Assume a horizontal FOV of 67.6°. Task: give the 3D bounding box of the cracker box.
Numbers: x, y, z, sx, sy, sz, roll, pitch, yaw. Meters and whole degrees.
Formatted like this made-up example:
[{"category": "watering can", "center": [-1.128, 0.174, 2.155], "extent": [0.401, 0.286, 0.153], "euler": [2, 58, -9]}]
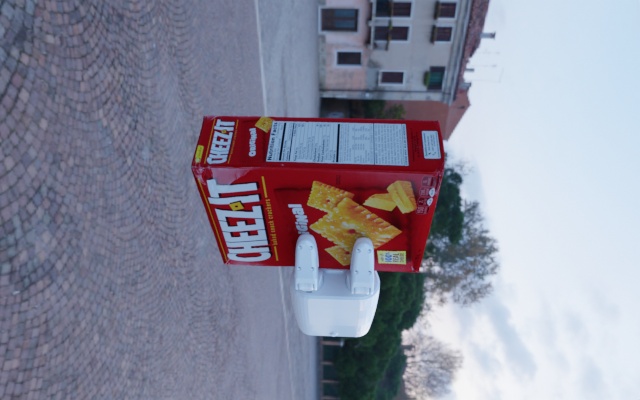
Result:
[{"category": "cracker box", "center": [0.000, 0.001, 0.468], "extent": [0.214, 0.072, 0.164], "euler": [1, -38, 2]}]
